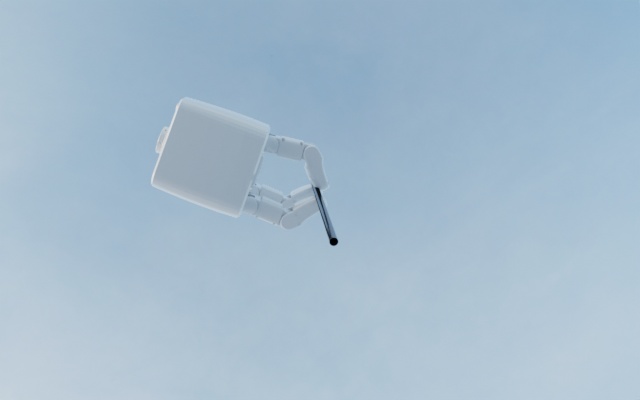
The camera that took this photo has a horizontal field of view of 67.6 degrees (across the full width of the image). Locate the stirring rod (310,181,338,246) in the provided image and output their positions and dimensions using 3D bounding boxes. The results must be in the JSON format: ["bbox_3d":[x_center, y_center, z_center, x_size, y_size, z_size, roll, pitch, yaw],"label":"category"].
[{"bbox_3d":[0.000,0.002,0.534,0.011,0.011,0.239,0,17,-6],"label":"stirring rod"}]
